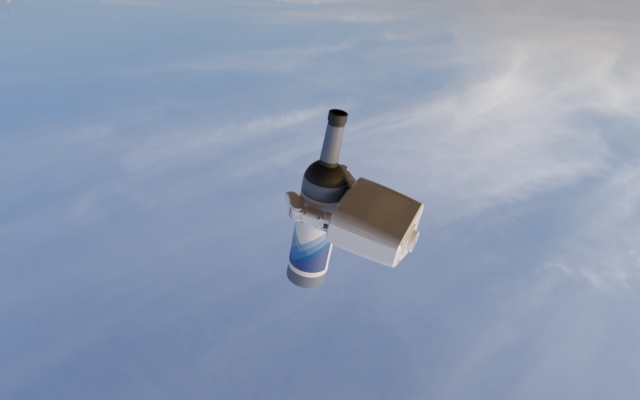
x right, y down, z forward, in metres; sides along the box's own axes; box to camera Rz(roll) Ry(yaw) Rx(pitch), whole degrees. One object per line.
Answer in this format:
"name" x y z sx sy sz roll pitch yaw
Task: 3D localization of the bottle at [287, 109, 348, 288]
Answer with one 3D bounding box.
"bottle" 0.000 0.003 0.736 0.069 0.296 0.069 8 30 -5
